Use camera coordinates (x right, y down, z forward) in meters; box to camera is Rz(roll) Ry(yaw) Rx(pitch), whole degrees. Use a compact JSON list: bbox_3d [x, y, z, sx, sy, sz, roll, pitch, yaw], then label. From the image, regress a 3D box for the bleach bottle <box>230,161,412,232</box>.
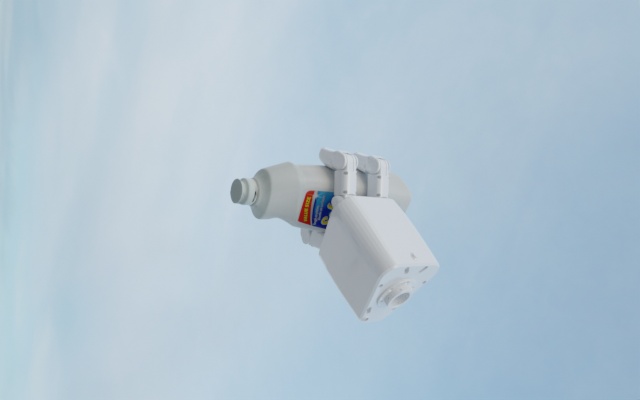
[{"bbox_3d":[0.000,0.002,0.613,0.251,0.103,0.068,4,42,-38],"label":"bleach bottle"}]
